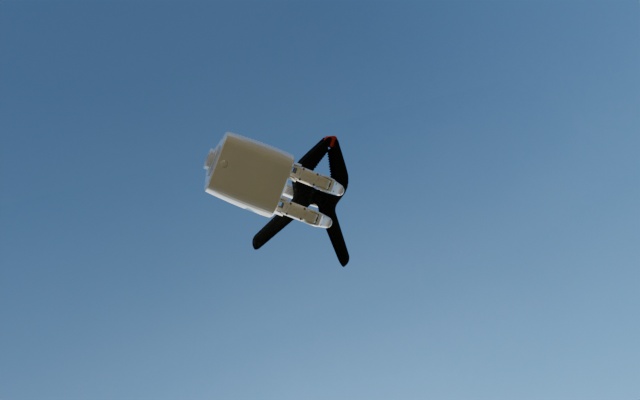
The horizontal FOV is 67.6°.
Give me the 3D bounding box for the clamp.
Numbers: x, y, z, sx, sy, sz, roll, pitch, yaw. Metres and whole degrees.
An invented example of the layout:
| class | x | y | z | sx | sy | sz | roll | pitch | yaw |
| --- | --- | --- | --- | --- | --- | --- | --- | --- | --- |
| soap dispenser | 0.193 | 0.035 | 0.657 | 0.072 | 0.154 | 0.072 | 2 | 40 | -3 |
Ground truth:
| class | x | y | z | sx | sy | sz | roll | pitch | yaw |
| --- | --- | --- | --- | --- | --- | --- | --- | --- | --- |
| clamp | 0.000 | 0.002 | 0.767 | 0.164 | 0.210 | 0.036 | 21 | -1 | -21 |
